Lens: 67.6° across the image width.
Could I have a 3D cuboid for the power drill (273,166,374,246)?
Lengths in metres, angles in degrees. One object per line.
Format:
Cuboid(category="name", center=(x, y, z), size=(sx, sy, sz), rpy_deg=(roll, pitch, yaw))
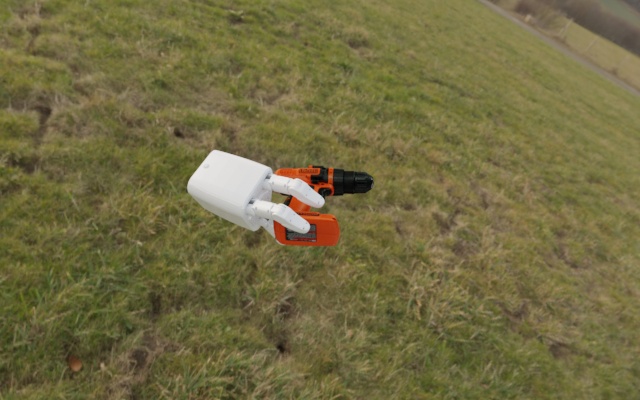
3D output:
Cuboid(category="power drill", center=(0.000, 0.003, 0.823), size=(0.184, 0.057, 0.187), rpy_deg=(0, 31, 6))
